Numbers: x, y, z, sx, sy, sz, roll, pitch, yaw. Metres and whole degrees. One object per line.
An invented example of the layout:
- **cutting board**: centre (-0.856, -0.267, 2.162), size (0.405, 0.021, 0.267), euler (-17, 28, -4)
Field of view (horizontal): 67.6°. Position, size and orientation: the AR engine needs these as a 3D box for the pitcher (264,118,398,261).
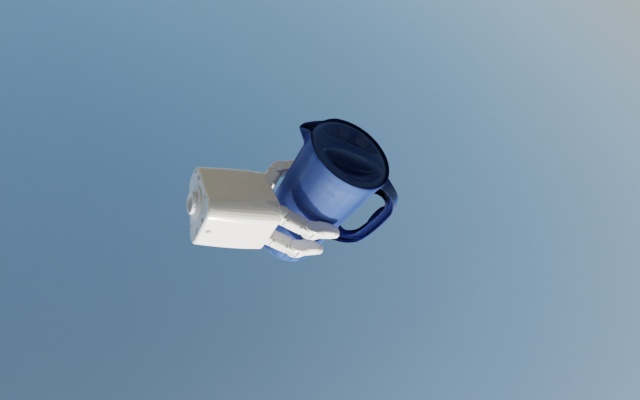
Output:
- **pitcher**: centre (0.000, 0.002, 0.767), size (0.145, 0.149, 0.243), euler (3, -37, -32)
